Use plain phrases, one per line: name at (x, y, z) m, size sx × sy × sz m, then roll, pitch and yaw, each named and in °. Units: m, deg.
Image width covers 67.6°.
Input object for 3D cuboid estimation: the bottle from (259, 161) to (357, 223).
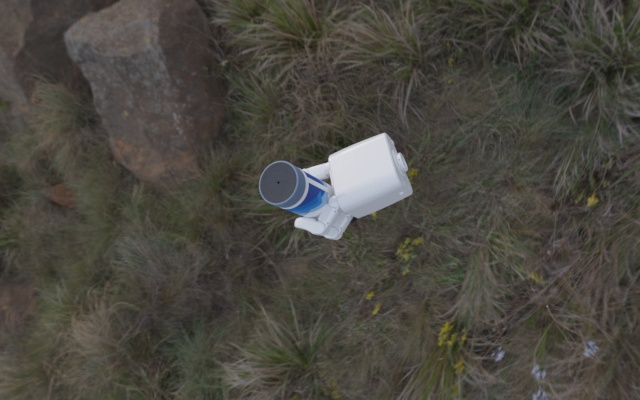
bottle at (0.000, 0.003, 0.826) m, size 0.069 × 0.069 × 0.296 m, roll 0°, pitch -11°, yaw 25°
